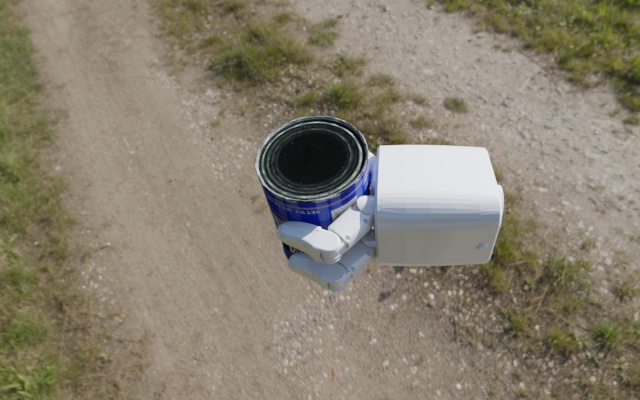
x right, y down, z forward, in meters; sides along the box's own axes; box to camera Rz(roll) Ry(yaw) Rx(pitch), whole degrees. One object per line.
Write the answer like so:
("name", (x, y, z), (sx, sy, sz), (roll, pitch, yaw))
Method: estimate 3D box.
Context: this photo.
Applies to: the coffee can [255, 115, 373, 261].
("coffee can", (0.000, 0.002, 0.479), (0.103, 0.102, 0.140), (0, -36, 9))
